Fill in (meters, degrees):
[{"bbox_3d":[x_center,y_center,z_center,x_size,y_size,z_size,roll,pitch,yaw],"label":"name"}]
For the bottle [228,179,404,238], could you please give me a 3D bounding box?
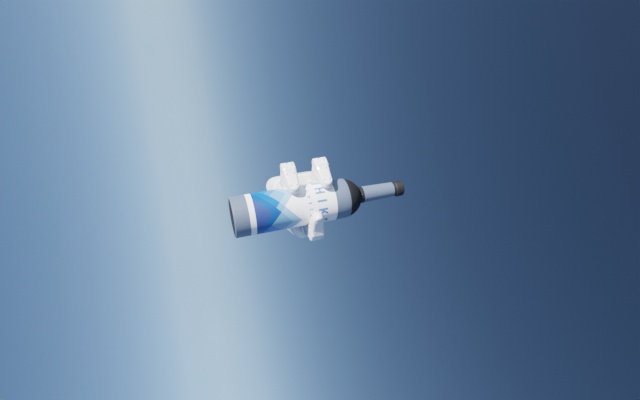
[{"bbox_3d":[0.000,0.003,0.793,0.295,0.069,0.069,-10,2,-15],"label":"bottle"}]
